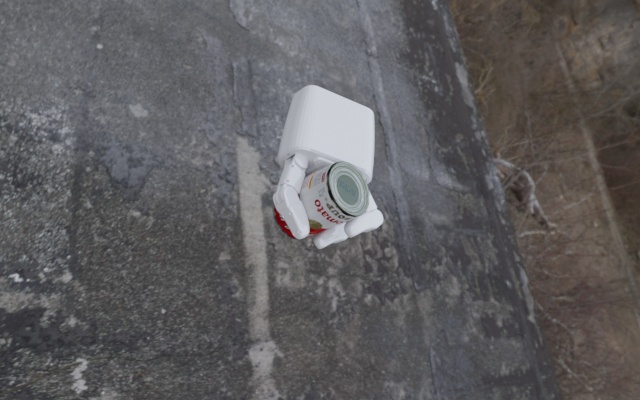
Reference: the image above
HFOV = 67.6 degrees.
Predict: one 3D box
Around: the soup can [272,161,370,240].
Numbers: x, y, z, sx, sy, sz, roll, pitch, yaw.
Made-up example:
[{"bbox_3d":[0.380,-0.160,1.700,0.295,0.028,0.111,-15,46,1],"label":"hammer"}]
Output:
[{"bbox_3d":[0.000,0.002,0.568,0.068,0.068,0.102,0,-18,-44],"label":"soup can"}]
